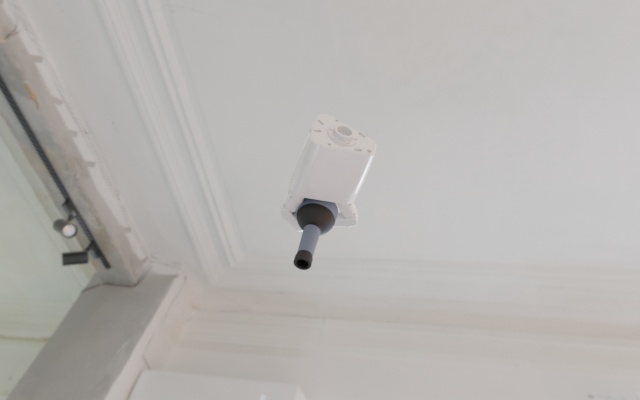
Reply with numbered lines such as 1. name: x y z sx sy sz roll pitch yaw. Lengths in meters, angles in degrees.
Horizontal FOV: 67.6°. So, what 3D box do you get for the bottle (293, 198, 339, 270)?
1. bottle: 0.000 0.003 0.820 0.069 0.069 0.295 0 39 14
